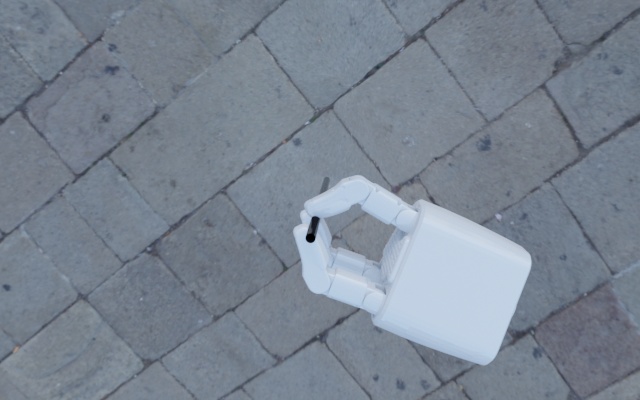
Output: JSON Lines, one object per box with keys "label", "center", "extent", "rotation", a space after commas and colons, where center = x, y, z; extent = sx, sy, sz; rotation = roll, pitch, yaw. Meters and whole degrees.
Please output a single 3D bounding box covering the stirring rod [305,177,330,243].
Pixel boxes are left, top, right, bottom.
{"label": "stirring rod", "center": [0.000, 0.002, 0.485], "extent": [0.011, 0.011, 0.239], "rotation": [0, 13, 4]}
